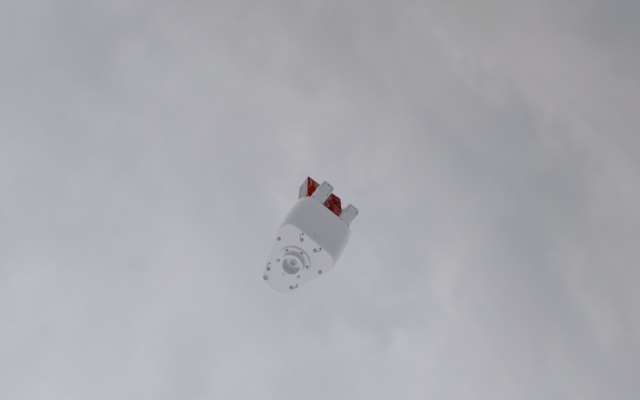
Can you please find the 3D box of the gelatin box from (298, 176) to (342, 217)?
[{"bbox_3d":[0.000,0.003,0.809,0.073,0.030,0.089,34,18,-13],"label":"gelatin box"}]
